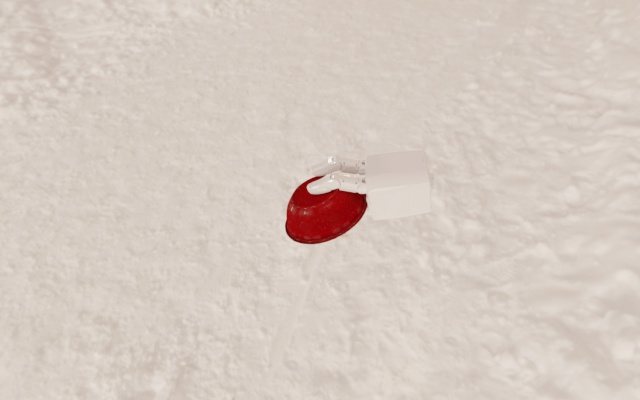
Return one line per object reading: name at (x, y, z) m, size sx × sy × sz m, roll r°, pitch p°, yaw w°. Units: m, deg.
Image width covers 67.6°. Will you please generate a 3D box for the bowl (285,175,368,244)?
bowl at (-0.001, 0.003, 0.853) m, size 0.162 × 0.055 × 0.162 m, roll -18°, pitch 35°, yaw 13°
